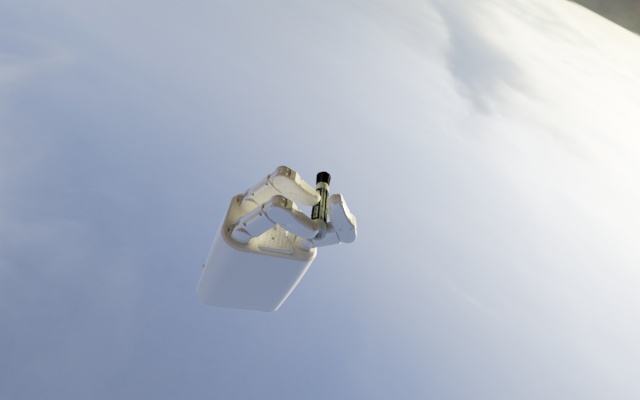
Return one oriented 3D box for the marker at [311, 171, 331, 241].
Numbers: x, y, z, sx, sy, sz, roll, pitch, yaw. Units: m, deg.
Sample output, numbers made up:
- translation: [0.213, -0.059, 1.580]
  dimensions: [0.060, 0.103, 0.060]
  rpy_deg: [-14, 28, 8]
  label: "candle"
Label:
- translation: [0.000, 0.002, 0.559]
  dimensions: [0.020, 0.020, 0.121]
  rpy_deg: [0, 35, 4]
  label: "marker"
